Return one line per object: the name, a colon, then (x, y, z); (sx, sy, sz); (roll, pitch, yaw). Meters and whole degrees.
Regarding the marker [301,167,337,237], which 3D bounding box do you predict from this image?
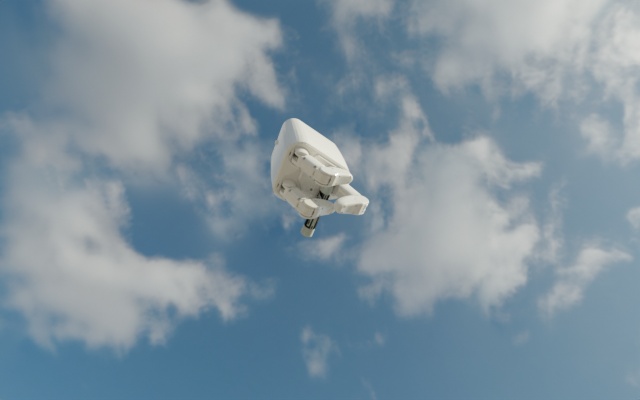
marker: (0.000, 0.002, 0.718); (0.020, 0.121, 0.020); (19, 26, -10)
